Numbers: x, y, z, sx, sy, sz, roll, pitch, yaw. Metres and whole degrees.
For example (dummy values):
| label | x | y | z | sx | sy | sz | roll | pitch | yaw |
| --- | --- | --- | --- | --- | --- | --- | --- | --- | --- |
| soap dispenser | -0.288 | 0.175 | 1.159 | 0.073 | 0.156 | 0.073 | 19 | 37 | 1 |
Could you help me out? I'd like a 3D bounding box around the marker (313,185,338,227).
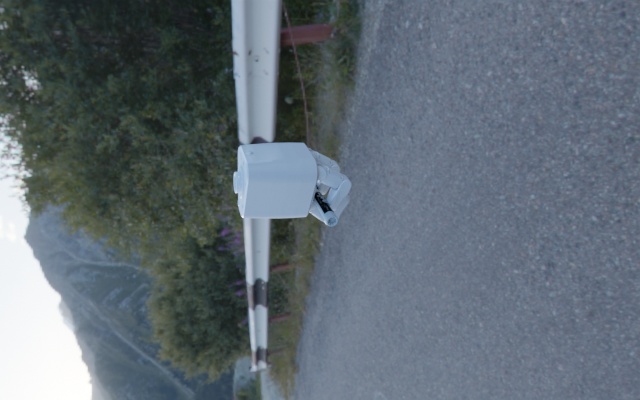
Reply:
| label | x | y | z | sx | sy | sz | roll | pitch | yaw |
| --- | --- | --- | --- | --- | --- | --- | --- | --- | --- |
| marker | 0.000 | 0.002 | 0.760 | 0.020 | 0.020 | 0.121 | 0 | 29 | -20 |
